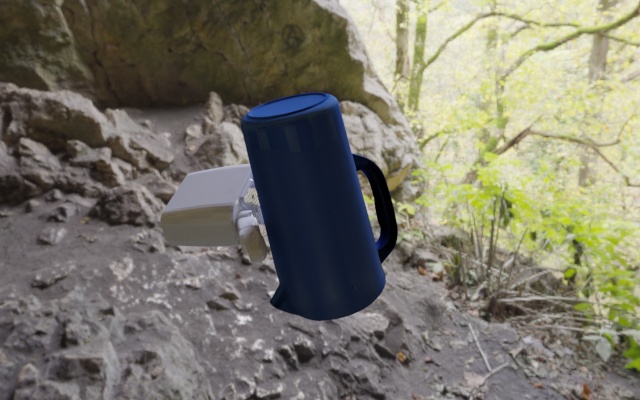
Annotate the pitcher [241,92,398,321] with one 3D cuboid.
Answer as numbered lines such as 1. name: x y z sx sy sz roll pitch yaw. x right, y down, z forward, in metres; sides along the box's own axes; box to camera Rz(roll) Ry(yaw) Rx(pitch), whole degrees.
1. pitcher: 0.000 0.002 0.559 0.145 0.243 0.149 -5 25 19
